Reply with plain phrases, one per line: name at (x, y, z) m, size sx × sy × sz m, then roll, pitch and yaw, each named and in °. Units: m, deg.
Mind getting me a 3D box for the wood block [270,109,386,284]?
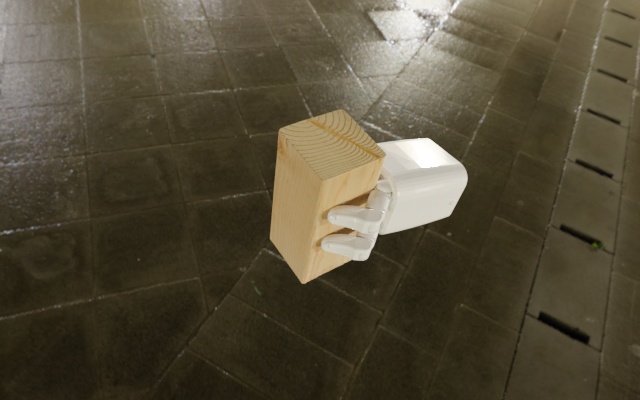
wood block at (0.000, 0.002, 0.602) m, size 0.090 × 0.090 × 0.206 m, roll -23°, pitch -33°, yaw -26°
